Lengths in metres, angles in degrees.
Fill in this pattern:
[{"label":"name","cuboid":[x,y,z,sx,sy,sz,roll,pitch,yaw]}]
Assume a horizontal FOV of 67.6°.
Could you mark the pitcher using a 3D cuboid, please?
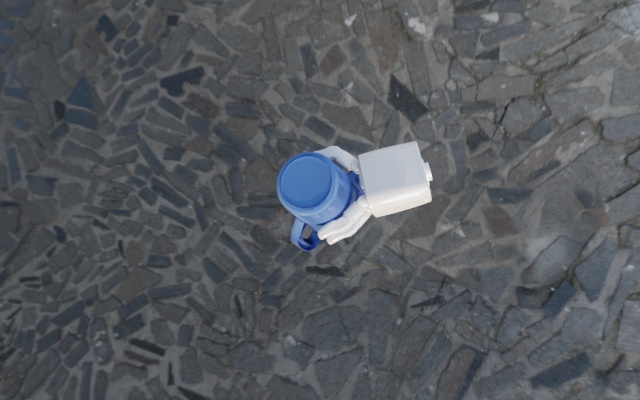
[{"label":"pitcher","cuboid":[0.000,0.003,0.880,0.145,0.149,0.243,-13,-14,11]}]
